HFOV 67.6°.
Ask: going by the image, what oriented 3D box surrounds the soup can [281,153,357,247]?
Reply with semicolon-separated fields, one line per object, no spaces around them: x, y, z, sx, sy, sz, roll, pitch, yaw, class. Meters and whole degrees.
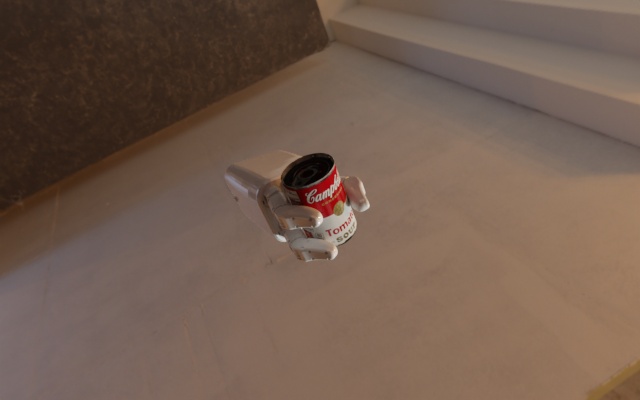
0.001;0.002;0.593;0.068;0.102;0.068;-15;35;11;soup can
